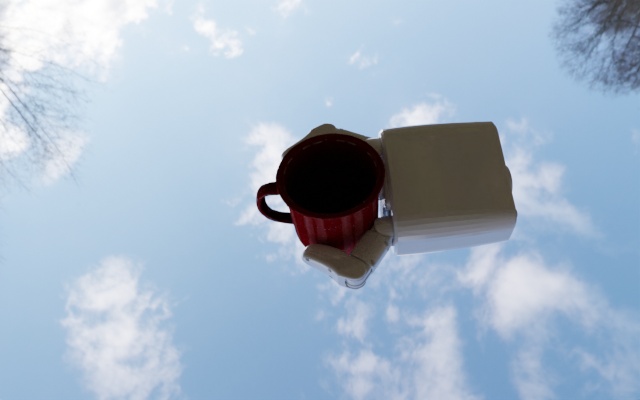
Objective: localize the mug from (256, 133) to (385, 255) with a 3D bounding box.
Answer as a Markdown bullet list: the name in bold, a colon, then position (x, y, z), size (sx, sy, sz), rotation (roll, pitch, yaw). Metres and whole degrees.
- **mug**: position (-0.001, 0.002, 0.436), size (0.117, 0.093, 0.082), rotation (-6, -36, 3)
